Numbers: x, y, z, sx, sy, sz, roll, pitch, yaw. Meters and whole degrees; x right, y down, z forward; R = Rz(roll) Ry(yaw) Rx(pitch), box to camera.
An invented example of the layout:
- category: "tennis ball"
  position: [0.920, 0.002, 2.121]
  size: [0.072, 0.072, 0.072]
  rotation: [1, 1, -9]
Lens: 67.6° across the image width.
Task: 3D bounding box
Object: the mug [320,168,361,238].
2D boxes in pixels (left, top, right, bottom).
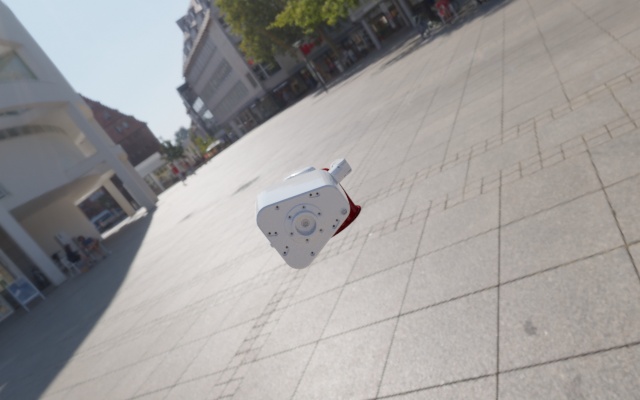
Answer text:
- category: "mug"
  position: [0.000, 0.002, 0.736]
  size: [0.093, 0.081, 0.117]
  rotation: [-35, 13, 2]
